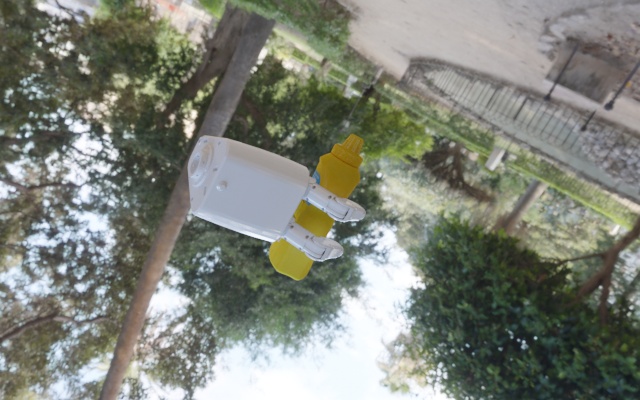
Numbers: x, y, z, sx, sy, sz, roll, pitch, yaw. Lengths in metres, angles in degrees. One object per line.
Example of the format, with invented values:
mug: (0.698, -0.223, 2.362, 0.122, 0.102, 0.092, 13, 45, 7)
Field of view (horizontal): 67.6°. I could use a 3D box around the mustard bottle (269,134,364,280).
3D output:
mustard bottle: (0.000, 0.002, 0.615, 0.058, 0.192, 0.096, 27, 12, -10)
